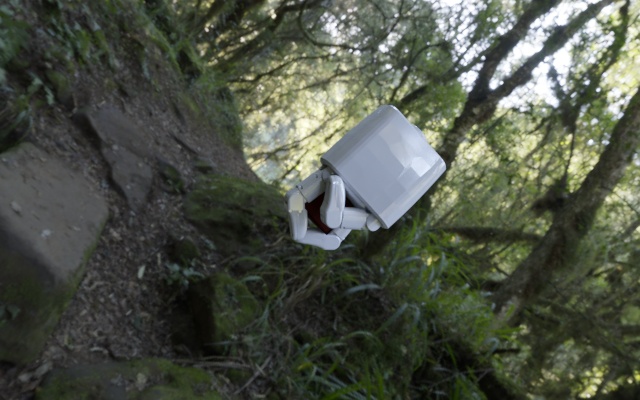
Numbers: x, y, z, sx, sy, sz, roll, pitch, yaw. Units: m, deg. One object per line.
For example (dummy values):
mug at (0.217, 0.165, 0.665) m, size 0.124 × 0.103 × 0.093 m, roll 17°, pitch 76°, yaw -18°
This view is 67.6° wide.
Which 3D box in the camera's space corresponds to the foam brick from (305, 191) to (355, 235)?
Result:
foam brick at (0.000, 0.002, 0.624) m, size 0.053 × 0.051 × 0.078 m, roll 47°, pitch -4°, yaw -20°
